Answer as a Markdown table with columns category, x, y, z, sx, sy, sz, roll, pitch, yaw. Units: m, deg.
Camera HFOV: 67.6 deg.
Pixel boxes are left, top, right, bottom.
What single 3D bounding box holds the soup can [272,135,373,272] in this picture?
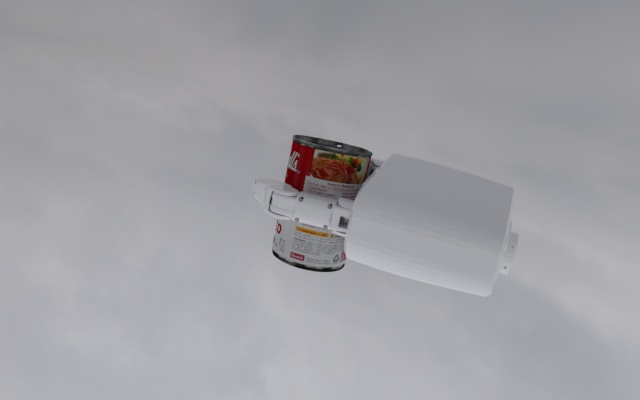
| category | x | y | z | sx | sy | sz | roll | pitch | yaw |
| --- | --- | --- | --- | --- | --- | --- | --- | --- | --- |
| soup can | 0.000 | 0.001 | 0.407 | 0.068 | 0.102 | 0.068 | 12 | 12 | -3 |
